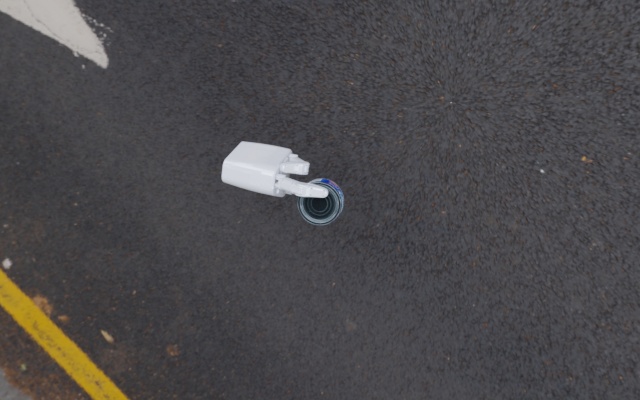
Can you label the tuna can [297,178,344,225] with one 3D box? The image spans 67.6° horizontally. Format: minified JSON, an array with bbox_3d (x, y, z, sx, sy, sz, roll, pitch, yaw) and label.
[{"bbox_3d":[0.000,0.003,0.898,0.086,0.086,0.033,0,13,10],"label":"tuna can"}]
